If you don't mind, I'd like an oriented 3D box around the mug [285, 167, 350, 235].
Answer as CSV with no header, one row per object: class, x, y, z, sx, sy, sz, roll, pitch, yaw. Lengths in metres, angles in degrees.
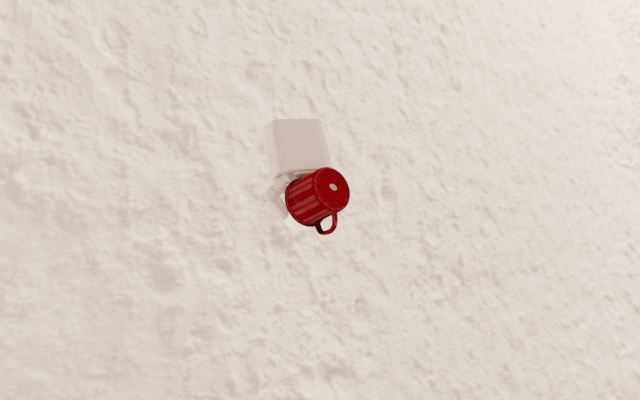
mug,0.001,0.004,0.836,0.093,0.117,0.081,-3,-16,-40
